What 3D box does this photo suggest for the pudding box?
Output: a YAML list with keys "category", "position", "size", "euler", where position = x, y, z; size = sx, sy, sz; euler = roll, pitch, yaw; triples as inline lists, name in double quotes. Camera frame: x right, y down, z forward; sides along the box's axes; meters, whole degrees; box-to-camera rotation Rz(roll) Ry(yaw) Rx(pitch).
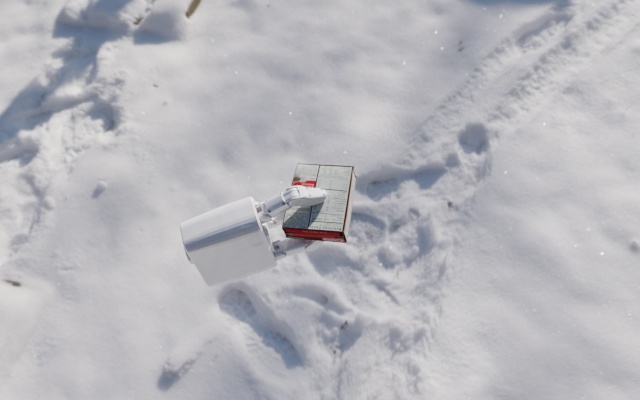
- category: "pudding box"
  position: [0.000, 0.002, 0.687]
  size: [0.090, 0.113, 0.039]
  euler: [5, -27, 12]
